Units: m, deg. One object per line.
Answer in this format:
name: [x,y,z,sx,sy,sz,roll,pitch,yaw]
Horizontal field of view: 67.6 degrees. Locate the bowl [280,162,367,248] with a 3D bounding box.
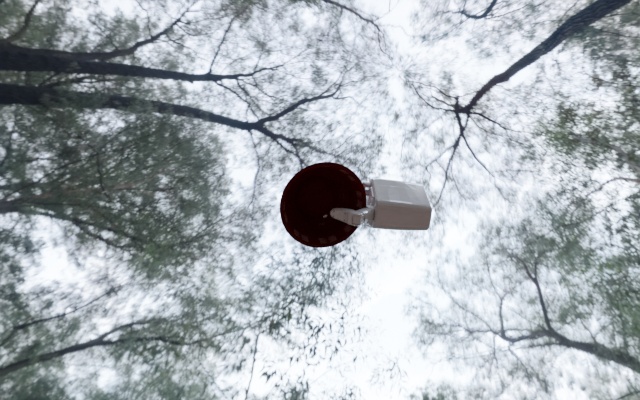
bowl: [-0.001,0.002,0.877,0.162,0.162,0.055,0,17,-16]
